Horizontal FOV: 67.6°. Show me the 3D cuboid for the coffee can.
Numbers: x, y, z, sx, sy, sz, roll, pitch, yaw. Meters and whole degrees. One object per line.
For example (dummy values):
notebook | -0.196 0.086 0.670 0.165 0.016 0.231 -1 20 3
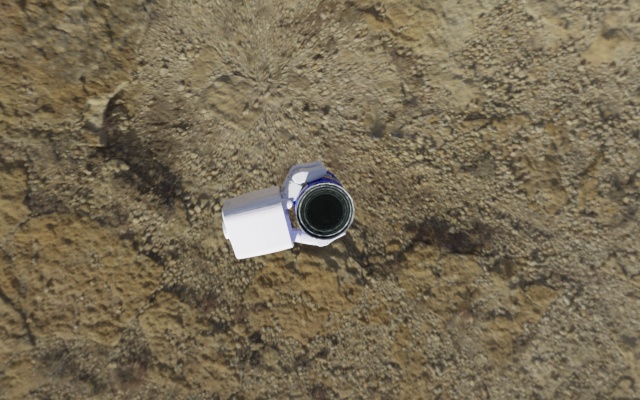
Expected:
coffee can | 0.000 0.003 0.880 0.103 0.103 0.140 0 14 -7
